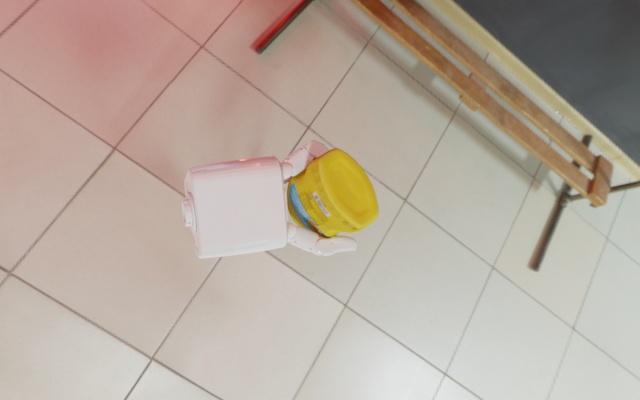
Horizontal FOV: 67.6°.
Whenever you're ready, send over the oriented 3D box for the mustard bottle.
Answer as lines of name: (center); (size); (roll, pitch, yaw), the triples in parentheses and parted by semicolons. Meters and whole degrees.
mustard bottle: (0.000, 0.002, 0.614); (0.058, 0.096, 0.191); (-34, 3, -22)
